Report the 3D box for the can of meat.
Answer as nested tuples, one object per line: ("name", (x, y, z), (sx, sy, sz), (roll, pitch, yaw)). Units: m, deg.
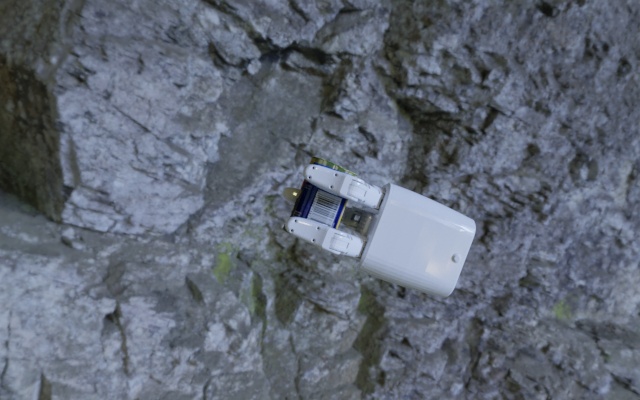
("can of meat", (0.000, 0.001, 0.530), (0.057, 0.084, 0.102), (21, 0, -2))
